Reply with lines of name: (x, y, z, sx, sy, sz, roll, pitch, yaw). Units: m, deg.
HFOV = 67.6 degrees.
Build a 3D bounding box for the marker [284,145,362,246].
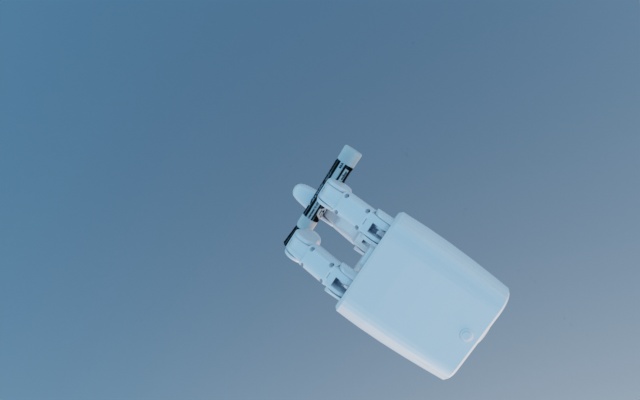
marker: (0.000, 0.002, 0.466, 0.020, 0.121, 0.020, 31, 11, -7)
